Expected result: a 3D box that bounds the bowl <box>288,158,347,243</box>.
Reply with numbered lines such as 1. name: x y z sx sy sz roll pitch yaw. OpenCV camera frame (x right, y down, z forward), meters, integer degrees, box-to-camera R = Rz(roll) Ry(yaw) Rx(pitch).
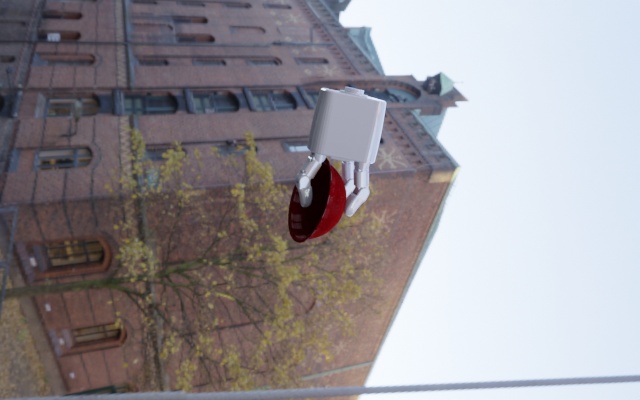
1. bowl: 0.000 0.004 0.861 0.055 0.162 0.162 17 -7 -25
